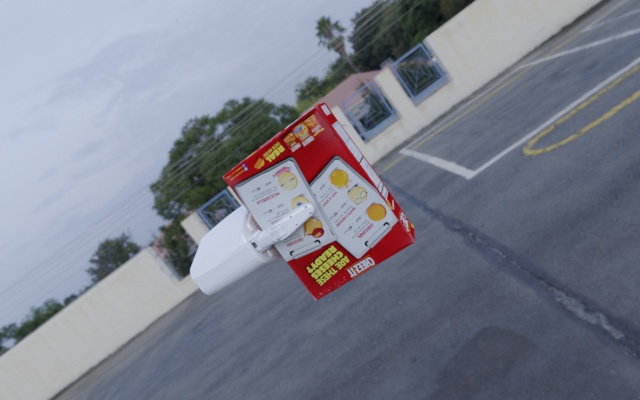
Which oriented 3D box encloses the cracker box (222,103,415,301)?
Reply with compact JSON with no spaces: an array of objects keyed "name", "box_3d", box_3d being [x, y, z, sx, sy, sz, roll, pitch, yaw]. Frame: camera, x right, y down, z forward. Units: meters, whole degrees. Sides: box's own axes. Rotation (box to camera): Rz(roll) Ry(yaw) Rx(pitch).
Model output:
[{"name":"cracker box","box_3d":[0.000,0.002,0.646,0.164,0.214,0.072,-34,8,19]}]
